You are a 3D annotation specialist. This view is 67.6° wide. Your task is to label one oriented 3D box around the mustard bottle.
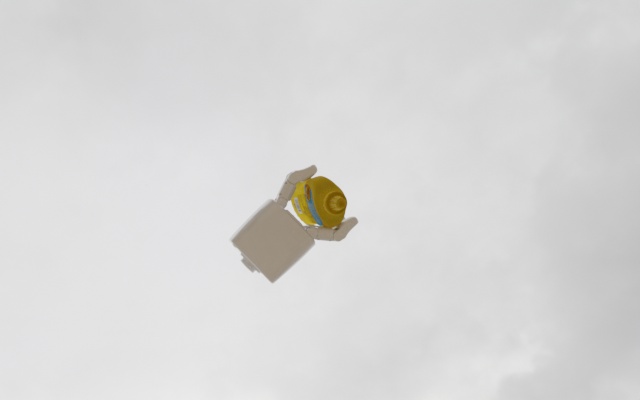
[{"bbox_3d":[0.000,0.003,0.873,0.058,0.096,0.191,-20,8,-19],"label":"mustard bottle"}]
